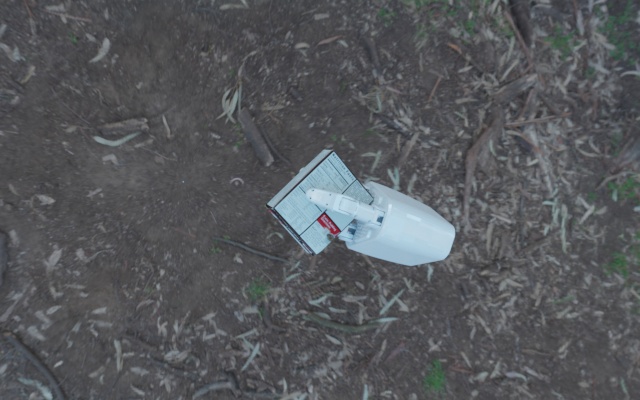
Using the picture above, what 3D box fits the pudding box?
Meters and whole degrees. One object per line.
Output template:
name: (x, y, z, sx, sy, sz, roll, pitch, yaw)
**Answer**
pudding box: (0.000, 0.002, 0.617, 0.113, 0.090, 0.039, -44, 17, -12)
